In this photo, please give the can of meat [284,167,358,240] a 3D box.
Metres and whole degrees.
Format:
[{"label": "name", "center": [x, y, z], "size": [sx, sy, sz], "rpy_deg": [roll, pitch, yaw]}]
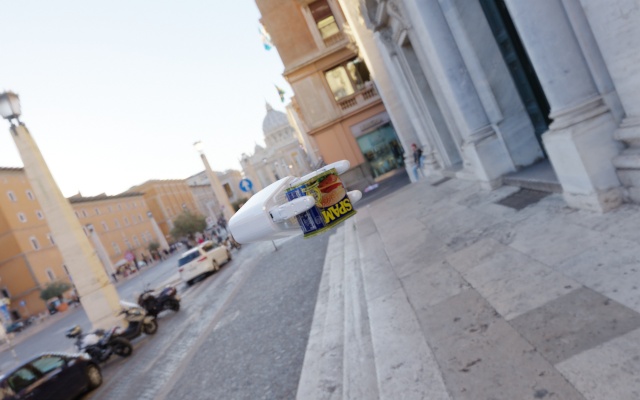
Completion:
[{"label": "can of meat", "center": [0.000, 0.002, 0.760], "size": [0.057, 0.084, 0.102], "rpy_deg": [-22, 4, 45]}]
